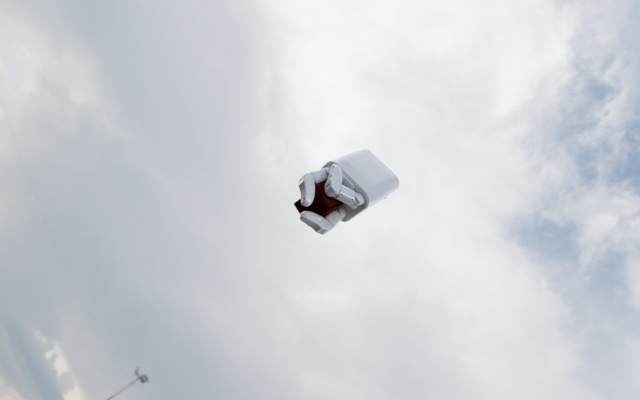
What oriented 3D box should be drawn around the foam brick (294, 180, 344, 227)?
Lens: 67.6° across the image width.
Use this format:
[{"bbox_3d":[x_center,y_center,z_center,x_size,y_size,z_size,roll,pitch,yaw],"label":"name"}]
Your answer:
[{"bbox_3d":[0.000,0.003,0.862,0.051,0.053,0.078,-27,-8,-42],"label":"foam brick"}]
